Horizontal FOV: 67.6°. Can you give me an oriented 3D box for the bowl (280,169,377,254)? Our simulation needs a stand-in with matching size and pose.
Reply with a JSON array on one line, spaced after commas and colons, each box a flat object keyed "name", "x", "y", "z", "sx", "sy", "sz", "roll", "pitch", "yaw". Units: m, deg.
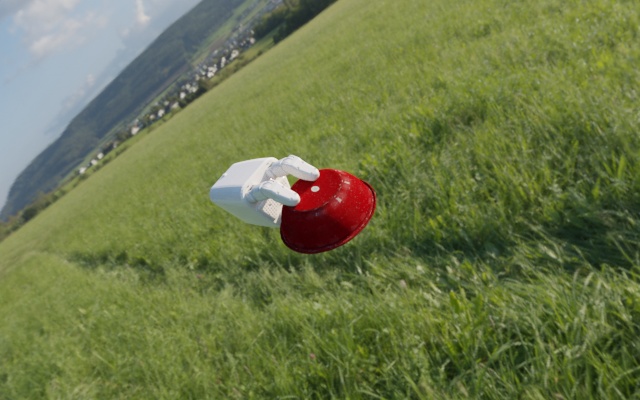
[{"name": "bowl", "x": 0.001, "y": 0.002, "z": 0.722, "sx": 0.162, "sy": 0.055, "sz": 0.162, "roll": -18, "pitch": 38, "yaw": 15}]
